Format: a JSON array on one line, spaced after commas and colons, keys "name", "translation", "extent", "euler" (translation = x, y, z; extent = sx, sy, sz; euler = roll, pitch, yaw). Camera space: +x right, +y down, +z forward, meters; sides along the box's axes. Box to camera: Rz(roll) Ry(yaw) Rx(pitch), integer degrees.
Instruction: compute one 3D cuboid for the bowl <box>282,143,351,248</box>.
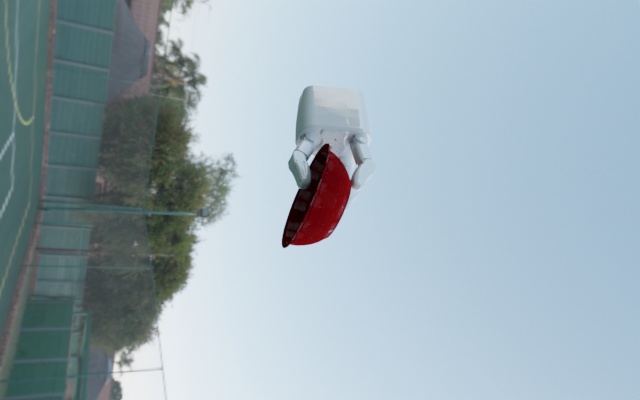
[{"name": "bowl", "translation": [0.000, 0.004, 0.684], "extent": [0.055, 0.162, 0.162], "euler": [24, -5, -10]}]
